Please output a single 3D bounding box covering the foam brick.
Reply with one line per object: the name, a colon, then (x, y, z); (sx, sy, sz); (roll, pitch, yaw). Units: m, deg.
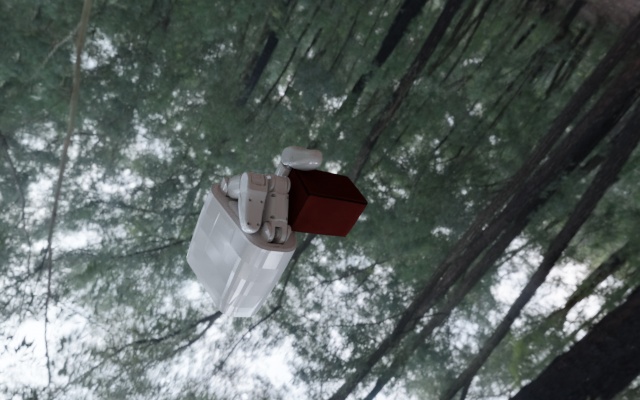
foam brick: (0.000, 0.002, 0.525); (0.078, 0.051, 0.053); (9, 32, -33)
